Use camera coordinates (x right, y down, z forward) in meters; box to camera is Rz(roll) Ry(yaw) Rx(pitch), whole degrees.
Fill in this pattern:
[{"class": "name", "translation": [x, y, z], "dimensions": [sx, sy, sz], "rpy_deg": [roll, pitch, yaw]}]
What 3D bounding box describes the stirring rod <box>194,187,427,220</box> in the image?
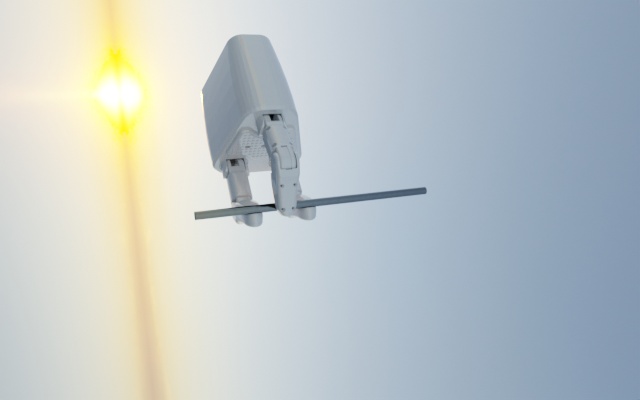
[{"class": "stirring rod", "translation": [0.000, 0.001, 0.466], "dimensions": [0.239, 0.011, 0.011], "rpy_deg": [-6, 2, -21]}]
